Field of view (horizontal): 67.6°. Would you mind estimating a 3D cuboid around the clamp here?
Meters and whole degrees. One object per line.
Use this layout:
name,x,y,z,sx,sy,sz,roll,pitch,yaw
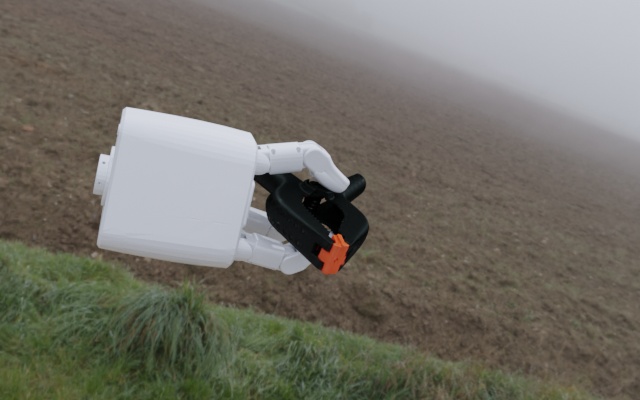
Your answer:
clamp,0.000,0.001,0.455,0.164,0.036,0.210,11,23,-25
